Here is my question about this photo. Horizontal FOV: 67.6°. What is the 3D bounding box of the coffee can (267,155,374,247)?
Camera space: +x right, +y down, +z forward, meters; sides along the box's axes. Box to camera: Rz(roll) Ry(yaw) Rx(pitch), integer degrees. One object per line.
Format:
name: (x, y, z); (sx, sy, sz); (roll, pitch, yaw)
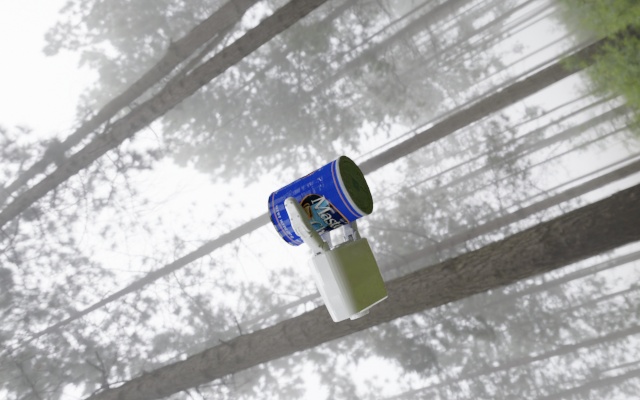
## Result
coffee can: (0.000, 0.002, 0.775); (0.140, 0.103, 0.103); (-26, -11, 24)
